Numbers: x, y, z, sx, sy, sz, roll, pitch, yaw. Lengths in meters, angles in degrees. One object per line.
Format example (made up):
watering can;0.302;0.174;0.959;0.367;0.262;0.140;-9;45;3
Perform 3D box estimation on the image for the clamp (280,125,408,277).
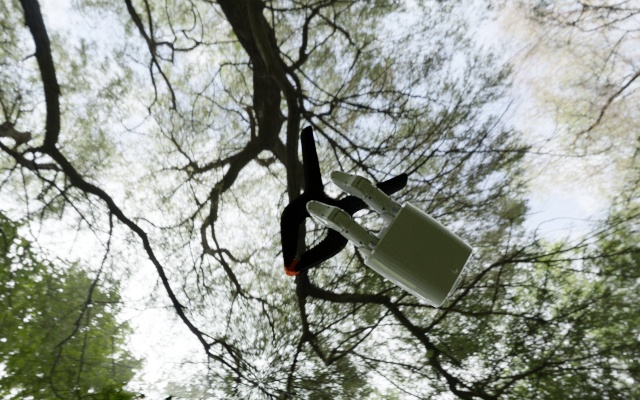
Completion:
clamp;0.000;0.003;0.642;0.164;0.210;0.036;33;-21;9
